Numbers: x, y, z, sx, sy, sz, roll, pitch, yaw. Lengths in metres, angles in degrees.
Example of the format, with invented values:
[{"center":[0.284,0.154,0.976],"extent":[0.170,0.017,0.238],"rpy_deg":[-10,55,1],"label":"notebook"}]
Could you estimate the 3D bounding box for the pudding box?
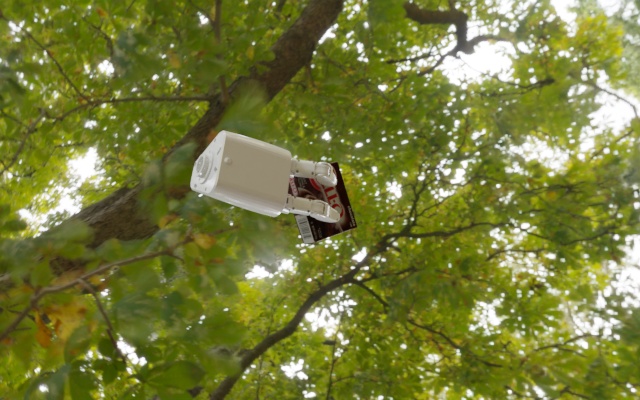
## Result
[{"center":[0.000,0.002,0.743],"extent":[0.090,0.113,0.039],"rpy_deg":[-16,1,-36],"label":"pudding box"}]
